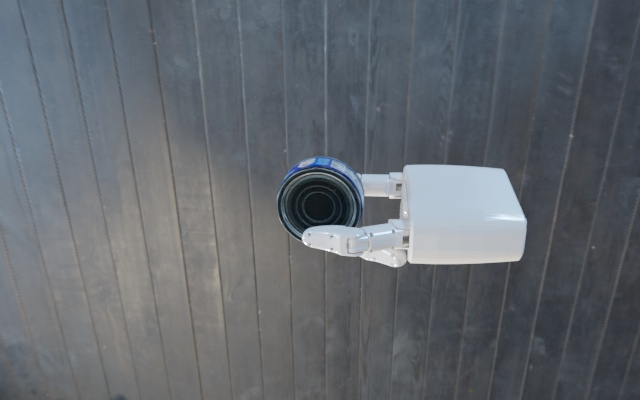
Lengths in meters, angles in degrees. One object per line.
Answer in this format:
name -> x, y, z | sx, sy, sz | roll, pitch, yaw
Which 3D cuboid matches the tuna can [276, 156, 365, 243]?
tuna can -> 0.000, 0.002, 0.472 | 0.086, 0.086, 0.033 | 0, 22, 8
